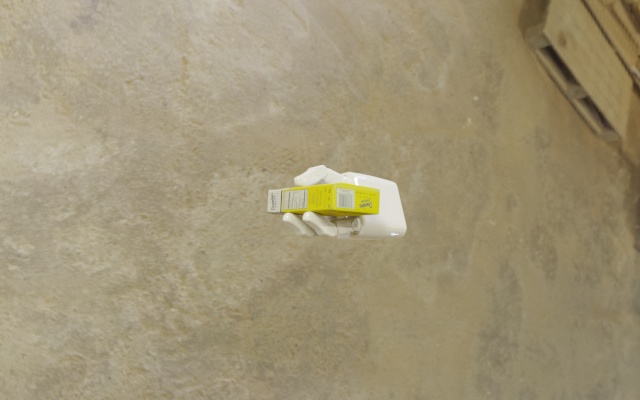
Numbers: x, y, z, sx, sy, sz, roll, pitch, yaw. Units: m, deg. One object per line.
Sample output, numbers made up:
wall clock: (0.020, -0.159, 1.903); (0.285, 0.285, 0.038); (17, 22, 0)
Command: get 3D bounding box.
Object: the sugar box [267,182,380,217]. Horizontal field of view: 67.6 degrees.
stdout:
sugar box: (0.000, 0.003, 0.762); (0.093, 0.048, 0.176); (7, -10, -37)
